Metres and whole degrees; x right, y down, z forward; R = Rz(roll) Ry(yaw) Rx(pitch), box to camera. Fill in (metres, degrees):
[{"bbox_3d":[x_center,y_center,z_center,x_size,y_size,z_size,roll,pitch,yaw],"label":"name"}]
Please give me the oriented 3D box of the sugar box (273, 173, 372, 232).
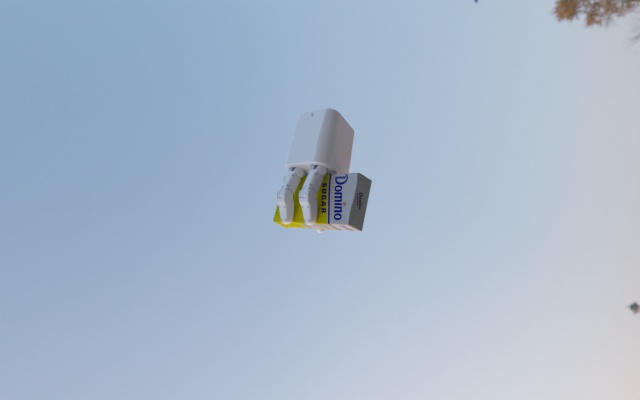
[{"bbox_3d":[0.000,0.002,0.834,0.176,0.093,0.048,-2,-21,43],"label":"sugar box"}]
